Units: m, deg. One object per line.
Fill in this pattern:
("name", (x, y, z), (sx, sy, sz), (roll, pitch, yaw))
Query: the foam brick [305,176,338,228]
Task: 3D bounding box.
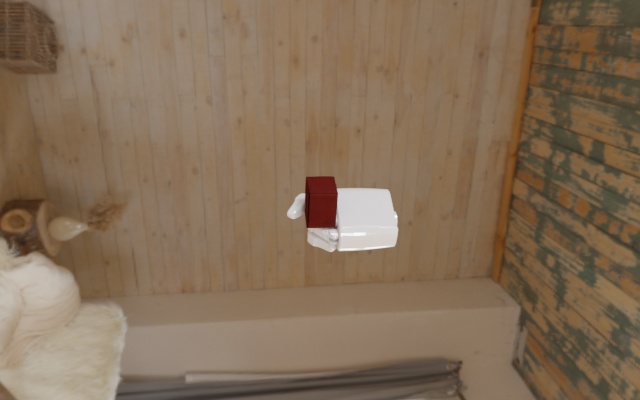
("foam brick", (0.000, 0.003, 0.832), (0.051, 0.078, 0.053), (-1, 38, -6))
